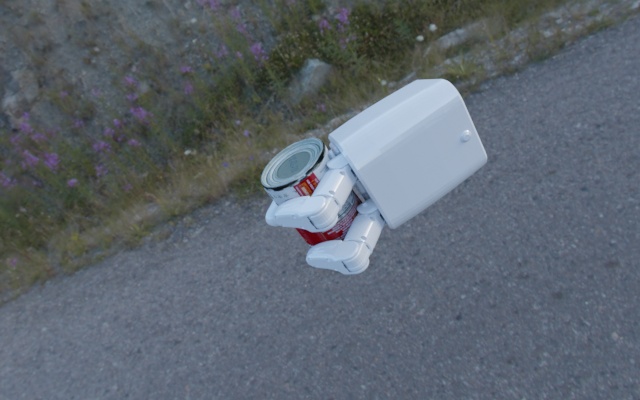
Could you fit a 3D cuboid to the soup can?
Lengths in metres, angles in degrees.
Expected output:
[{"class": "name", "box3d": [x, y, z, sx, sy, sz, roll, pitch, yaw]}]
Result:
[{"class": "soup can", "box3d": [-0.001, 0.001, 0.443, 0.068, 0.068, 0.102, 0, -44, 44]}]
